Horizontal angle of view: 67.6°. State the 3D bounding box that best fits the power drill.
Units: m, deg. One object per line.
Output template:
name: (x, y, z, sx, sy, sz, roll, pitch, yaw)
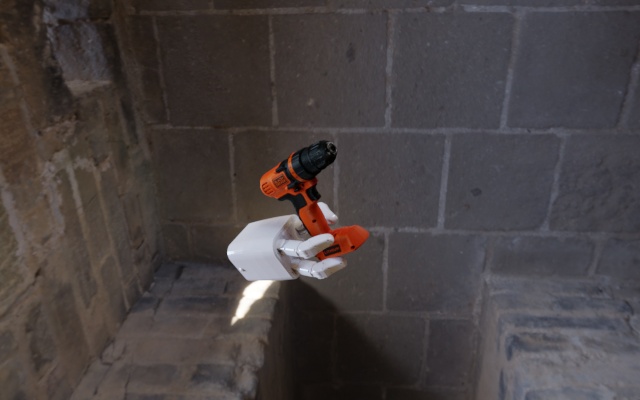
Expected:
power drill: (0.000, 0.003, 0.800, 0.184, 0.187, 0.057, -25, 11, 48)
